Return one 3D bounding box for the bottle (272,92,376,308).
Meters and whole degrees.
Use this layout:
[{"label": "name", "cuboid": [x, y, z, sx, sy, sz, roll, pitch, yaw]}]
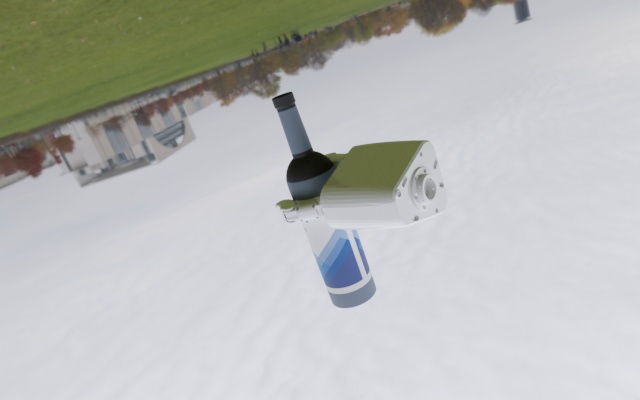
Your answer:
[{"label": "bottle", "cuboid": [0.000, 0.002, 0.632, 0.069, 0.296, 0.069, -18, 18, 6]}]
